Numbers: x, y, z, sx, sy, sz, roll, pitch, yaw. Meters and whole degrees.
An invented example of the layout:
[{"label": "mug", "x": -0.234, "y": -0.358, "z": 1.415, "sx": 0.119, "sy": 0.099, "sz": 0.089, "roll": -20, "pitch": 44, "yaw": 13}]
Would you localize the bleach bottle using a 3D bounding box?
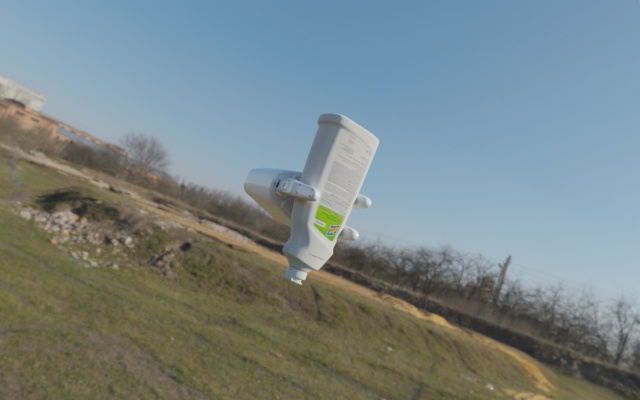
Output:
[{"label": "bleach bottle", "x": 0.000, "y": 0.002, "z": 0.723, "sx": 0.102, "sy": 0.251, "sz": 0.068, "roll": 27, "pitch": -7, "yaw": -34}]
